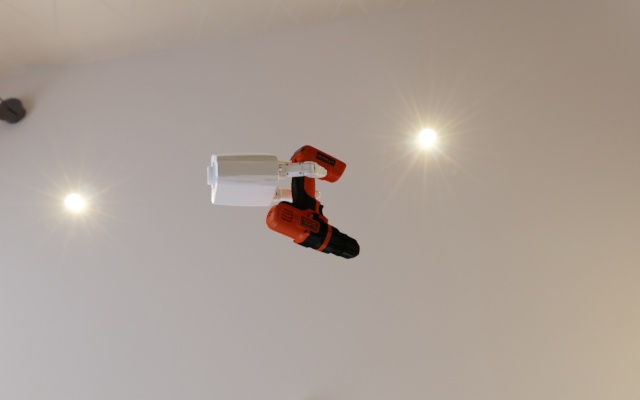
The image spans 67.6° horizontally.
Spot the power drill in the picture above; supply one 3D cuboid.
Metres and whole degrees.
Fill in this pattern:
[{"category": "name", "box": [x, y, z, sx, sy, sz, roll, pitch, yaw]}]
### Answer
[{"category": "power drill", "box": [0.000, 0.002, 0.874, 0.184, 0.187, 0.057, 25, -38, -23]}]
